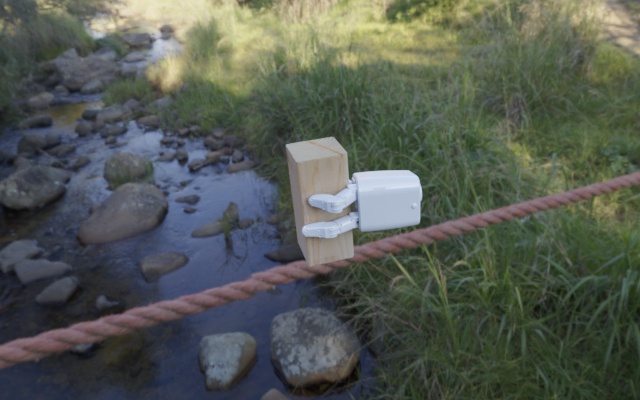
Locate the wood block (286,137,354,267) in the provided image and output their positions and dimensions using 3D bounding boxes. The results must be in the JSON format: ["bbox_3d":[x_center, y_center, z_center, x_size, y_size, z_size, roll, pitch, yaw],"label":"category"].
[{"bbox_3d":[0.000,0.002,0.858,0.090,0.206,0.090,-11,28,-11],"label":"wood block"}]
